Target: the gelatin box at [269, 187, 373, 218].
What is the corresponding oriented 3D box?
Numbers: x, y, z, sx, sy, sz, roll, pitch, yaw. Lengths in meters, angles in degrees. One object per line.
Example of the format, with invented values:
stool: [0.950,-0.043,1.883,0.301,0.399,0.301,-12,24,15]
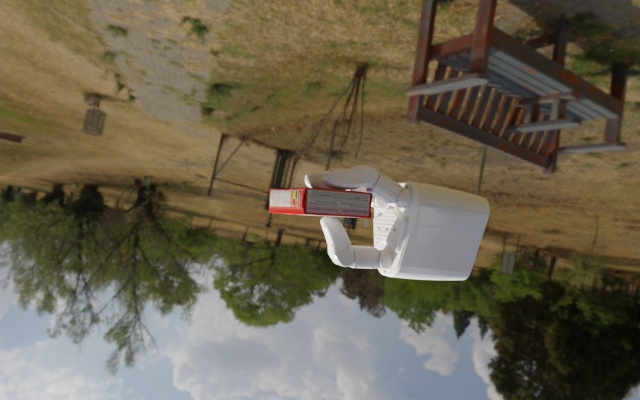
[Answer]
gelatin box: [0.000,0.002,0.516,0.089,0.030,0.073,3,-1,-34]
